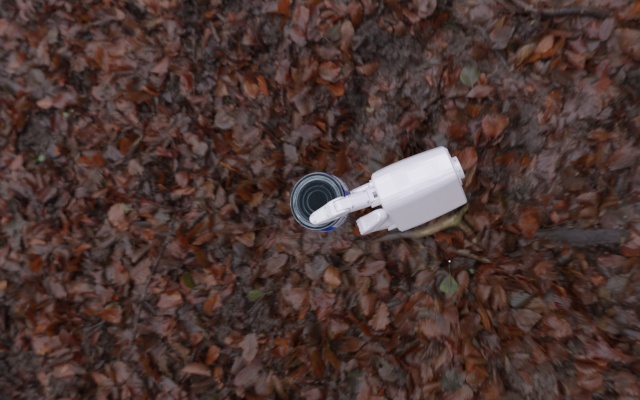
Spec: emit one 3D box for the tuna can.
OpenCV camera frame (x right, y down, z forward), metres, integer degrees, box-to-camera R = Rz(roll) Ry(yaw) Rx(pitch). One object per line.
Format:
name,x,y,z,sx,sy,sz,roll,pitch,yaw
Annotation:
tuna can,0.000,0.002,0.693,0.086,0.086,0.034,0,-5,20
